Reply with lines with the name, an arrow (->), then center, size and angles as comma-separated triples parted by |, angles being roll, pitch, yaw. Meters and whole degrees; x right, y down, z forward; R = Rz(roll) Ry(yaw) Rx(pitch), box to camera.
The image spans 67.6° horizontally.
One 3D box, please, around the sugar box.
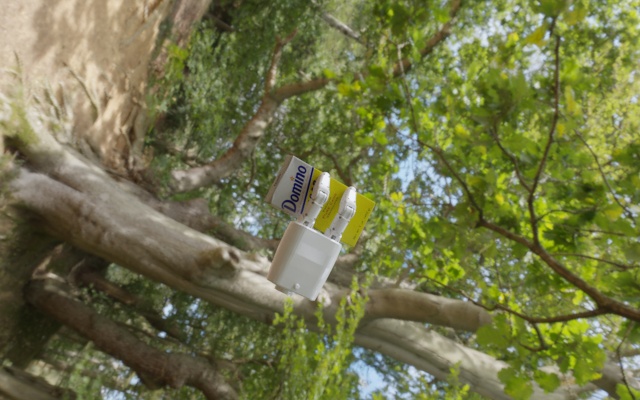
sugar box -> 0.000, 0.003, 0.839 | 0.176, 0.093, 0.048 | 28, -6, -20
